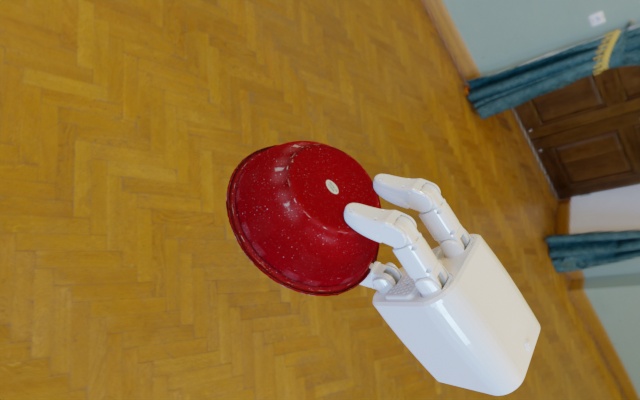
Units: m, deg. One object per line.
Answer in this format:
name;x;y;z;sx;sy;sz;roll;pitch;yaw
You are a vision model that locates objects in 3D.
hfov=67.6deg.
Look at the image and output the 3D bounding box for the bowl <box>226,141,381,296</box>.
bowl;-0.001;0.000;0.434;0.162;0.162;0.055;0;-30;-33
